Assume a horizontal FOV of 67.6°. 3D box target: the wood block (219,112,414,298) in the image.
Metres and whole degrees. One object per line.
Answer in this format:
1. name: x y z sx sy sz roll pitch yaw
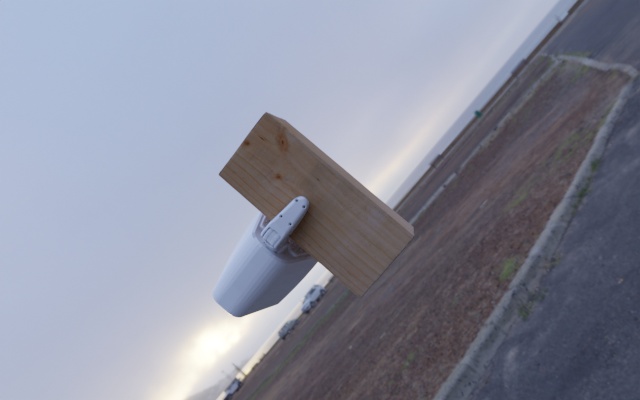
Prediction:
1. wood block: 0.000 0.002 0.549 0.206 0.090 0.091 40 10 6
